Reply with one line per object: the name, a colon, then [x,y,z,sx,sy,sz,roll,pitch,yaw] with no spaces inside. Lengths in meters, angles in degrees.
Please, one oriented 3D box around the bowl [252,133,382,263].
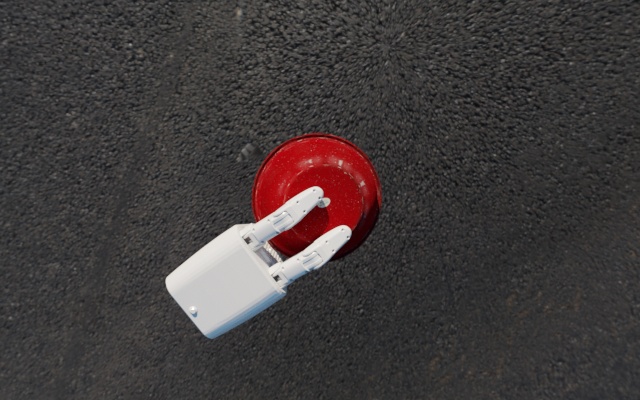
bowl: [0.001,0.001,0.563,0.162,0.162,0.055,0,7,-8]
